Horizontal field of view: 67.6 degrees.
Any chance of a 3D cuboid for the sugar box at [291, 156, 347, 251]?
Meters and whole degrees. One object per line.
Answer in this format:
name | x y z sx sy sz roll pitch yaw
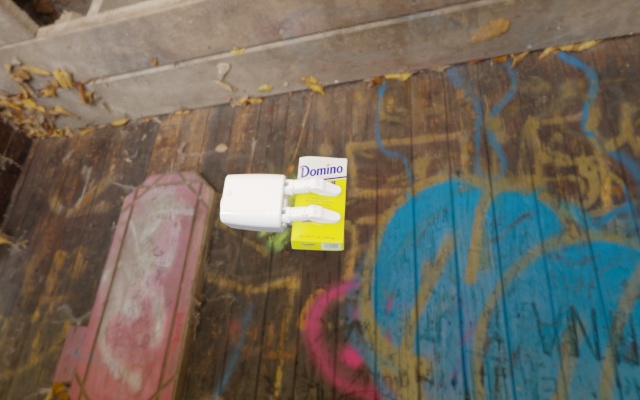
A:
sugar box | 0.000 0.003 0.872 0.093 0.176 0.048 3 -27 2
